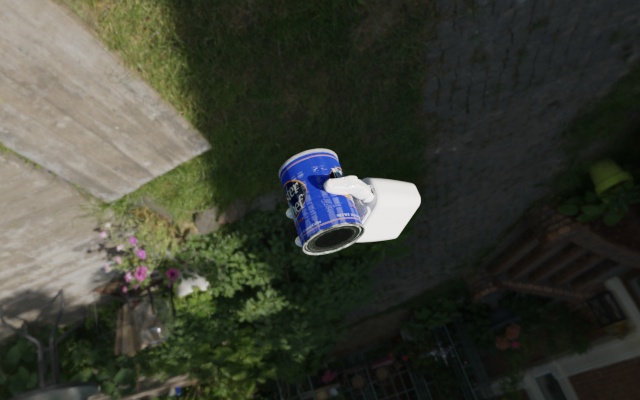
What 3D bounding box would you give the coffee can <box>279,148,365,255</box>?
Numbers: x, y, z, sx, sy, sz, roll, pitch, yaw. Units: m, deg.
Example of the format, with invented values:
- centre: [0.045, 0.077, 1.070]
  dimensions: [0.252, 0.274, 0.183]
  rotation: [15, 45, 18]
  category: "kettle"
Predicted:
- centre: [0.000, 0.002, 0.769]
  dimensions: [0.103, 0.140, 0.103]
  rotation: [-16, -26, -8]
  category: "coffee can"
